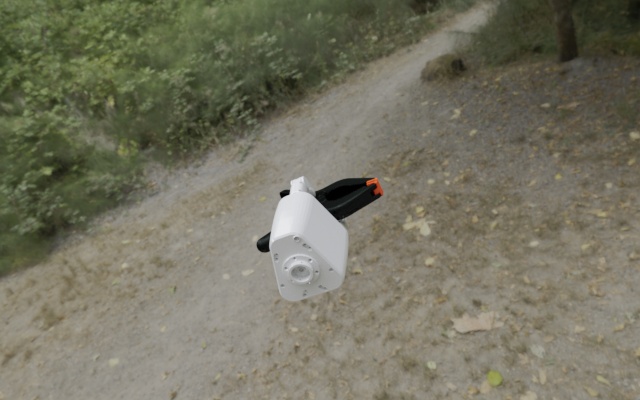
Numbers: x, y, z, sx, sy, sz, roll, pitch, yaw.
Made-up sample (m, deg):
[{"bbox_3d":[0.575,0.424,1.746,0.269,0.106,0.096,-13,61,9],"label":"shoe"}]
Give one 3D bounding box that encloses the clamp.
[{"bbox_3d":[0.000,0.002,0.786,0.210,0.036,0.164,-21,28,16],"label":"clamp"}]
